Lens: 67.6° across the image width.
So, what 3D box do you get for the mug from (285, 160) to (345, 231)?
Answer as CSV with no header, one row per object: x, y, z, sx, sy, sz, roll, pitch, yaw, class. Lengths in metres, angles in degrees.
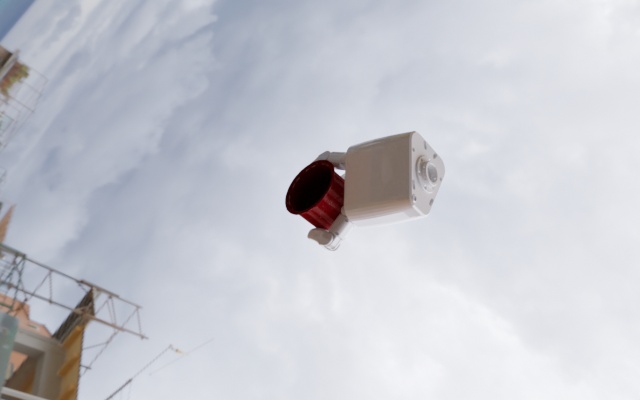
-0.001,0.003,0.710,0.117,0.093,0.081,-10,-39,43,mug
